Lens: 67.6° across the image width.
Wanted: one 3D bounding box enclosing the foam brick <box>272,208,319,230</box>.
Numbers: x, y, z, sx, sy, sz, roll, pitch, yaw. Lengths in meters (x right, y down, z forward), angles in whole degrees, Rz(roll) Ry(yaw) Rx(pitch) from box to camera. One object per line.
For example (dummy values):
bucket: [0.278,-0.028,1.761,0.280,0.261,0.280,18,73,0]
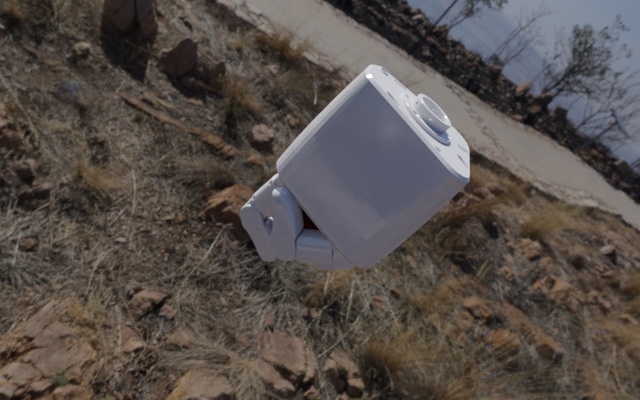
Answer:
foam brick: [0.000,0.001,0.446,0.051,0.053,0.078,-45,7,29]
